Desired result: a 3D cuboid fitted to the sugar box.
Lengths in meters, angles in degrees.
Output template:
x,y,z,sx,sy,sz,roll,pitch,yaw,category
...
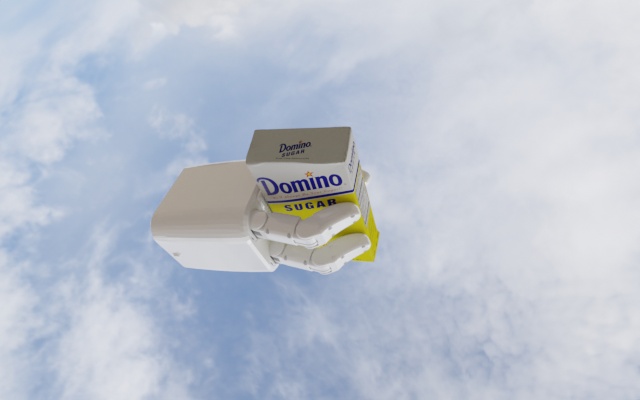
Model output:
x,y,z,sx,sy,sz,roll,pitch,yaw,category
0.000,0.002,0.476,0.093,0.048,0.176,0,-32,18,sugar box
